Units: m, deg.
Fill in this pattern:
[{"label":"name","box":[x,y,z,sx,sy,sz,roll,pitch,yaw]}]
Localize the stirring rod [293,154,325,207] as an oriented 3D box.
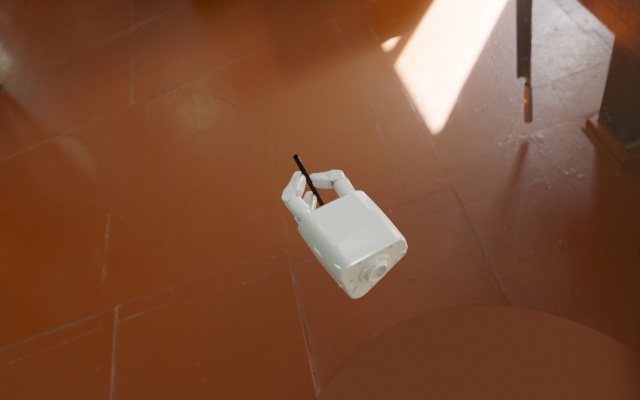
[{"label":"stirring rod","box":[0.000,0.003,0.782,0.011,0.011,0.240,0,-33,21]}]
